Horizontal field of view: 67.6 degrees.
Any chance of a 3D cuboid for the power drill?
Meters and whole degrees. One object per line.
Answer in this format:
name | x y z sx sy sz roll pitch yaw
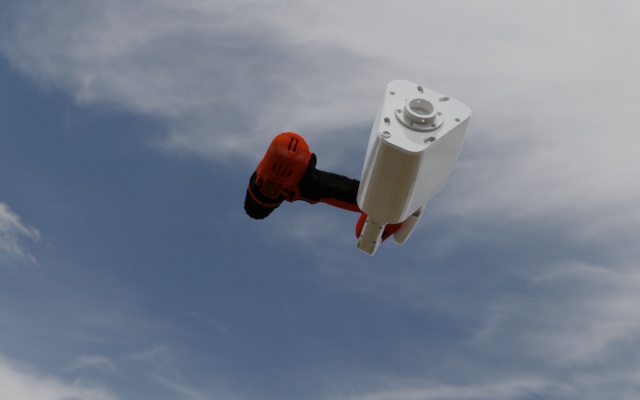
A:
power drill | 0.001 0.002 0.610 0.187 0.057 0.184 20 -29 -12
